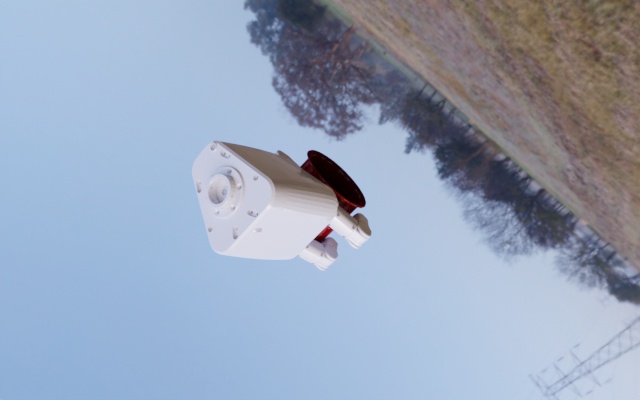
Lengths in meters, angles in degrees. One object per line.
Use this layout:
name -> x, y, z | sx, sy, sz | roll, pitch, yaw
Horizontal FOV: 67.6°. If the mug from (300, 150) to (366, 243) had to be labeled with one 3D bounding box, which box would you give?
mug -> 0.001, 0.002, 0.583 | 0.081, 0.093, 0.117 | -45, -28, 19
